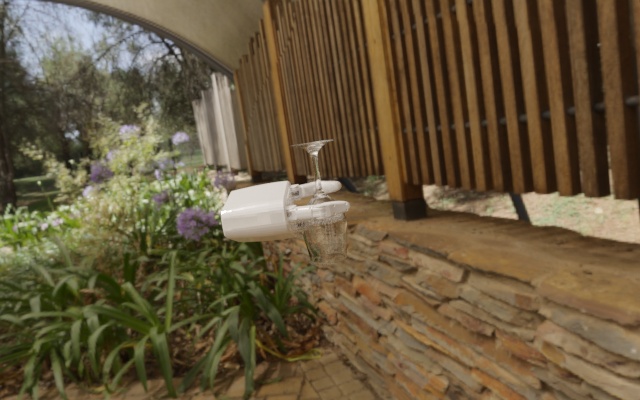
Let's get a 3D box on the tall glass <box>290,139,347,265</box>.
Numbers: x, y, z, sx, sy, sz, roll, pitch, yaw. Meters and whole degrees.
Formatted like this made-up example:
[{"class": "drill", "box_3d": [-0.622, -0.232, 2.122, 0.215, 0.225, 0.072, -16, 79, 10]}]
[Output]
[{"class": "tall glass", "box_3d": [0.000, 0.002, 0.798, 0.079, 0.201, 0.079, -8, 7, 1]}]
